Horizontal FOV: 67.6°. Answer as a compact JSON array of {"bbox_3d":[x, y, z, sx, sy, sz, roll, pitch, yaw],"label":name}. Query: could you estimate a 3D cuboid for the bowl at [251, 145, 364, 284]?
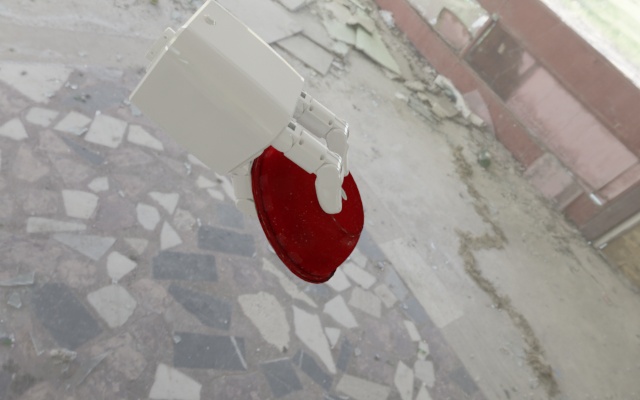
[{"bbox_3d":[0.001,0.002,0.498,0.055,0.162,0.162,-21,-10,26],"label":"bowl"}]
